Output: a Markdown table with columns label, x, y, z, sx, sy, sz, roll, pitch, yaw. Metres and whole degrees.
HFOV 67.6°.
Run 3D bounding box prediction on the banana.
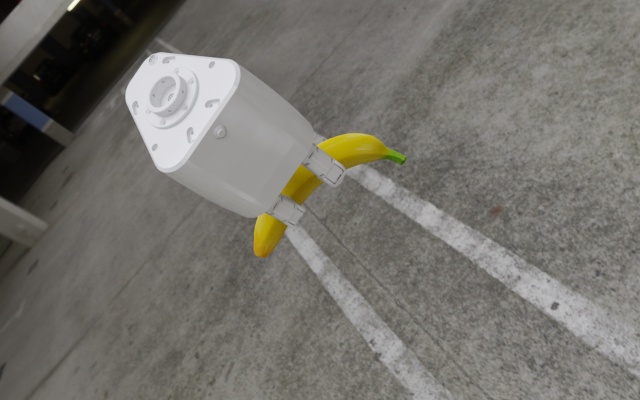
| label | x | y | z | sx | sy | sz | roll | pitch | yaw |
| --- | --- | --- | --- | --- | --- | --- | --- | --- | --- |
| banana | -0.007 | -0.016 | 0.518 | 0.198 | 0.069 | 0.037 | -34 | -6 | 10 |
